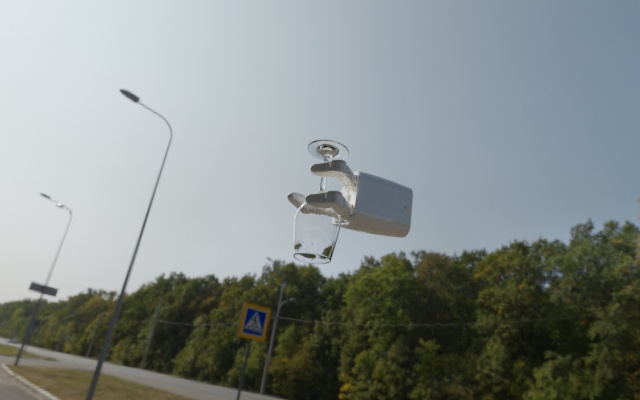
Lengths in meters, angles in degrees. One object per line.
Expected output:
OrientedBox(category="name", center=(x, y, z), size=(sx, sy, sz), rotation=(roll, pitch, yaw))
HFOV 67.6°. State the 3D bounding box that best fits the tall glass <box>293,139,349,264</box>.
OrientedBox(category="tall glass", center=(0.000, 0.002, 0.804), size=(0.079, 0.201, 0.079), rotation=(8, -22, 3))
